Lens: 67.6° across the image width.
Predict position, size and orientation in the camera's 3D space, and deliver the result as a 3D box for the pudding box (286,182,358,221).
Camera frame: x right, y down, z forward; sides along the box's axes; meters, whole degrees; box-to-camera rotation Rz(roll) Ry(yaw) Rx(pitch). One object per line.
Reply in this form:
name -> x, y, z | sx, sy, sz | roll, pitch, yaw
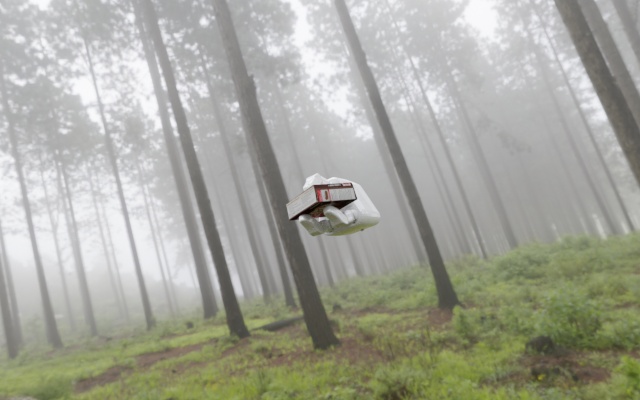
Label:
pudding box -> 0.000, 0.003, 0.895 | 0.090, 0.039, 0.113 | -6, -18, -33
